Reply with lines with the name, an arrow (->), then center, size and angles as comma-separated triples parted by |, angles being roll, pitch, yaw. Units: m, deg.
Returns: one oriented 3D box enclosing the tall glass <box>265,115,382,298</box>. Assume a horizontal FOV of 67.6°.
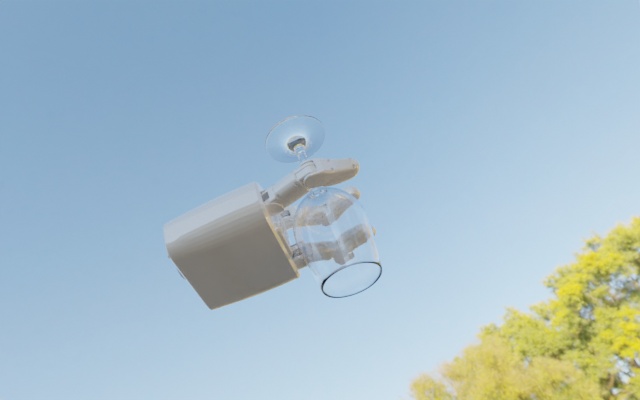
tall glass -> 0.000, 0.001, 0.508 | 0.079, 0.201, 0.079 | -14, -37, -11
